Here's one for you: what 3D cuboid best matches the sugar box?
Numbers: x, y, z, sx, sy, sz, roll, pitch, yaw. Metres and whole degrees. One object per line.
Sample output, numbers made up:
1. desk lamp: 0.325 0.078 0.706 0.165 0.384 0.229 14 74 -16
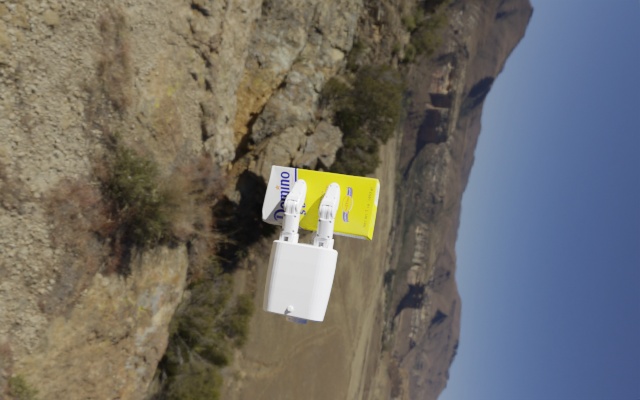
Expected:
1. sugar box: 0.000 0.003 0.757 0.176 0.093 0.048 8 -10 13
